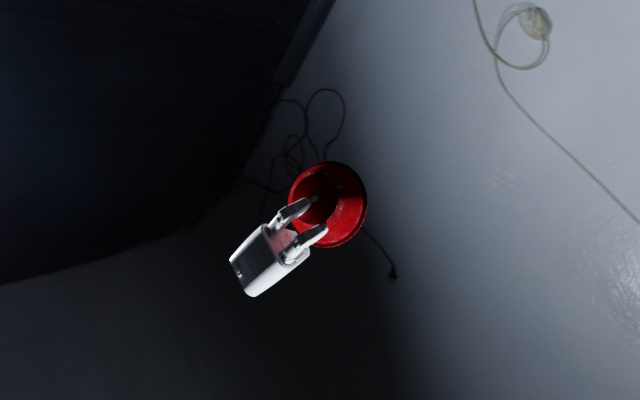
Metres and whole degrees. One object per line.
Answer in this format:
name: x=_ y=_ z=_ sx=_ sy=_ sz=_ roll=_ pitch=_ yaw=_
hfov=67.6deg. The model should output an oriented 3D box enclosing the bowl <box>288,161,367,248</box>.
bowl: x=0.001 y=0.002 z=0.858 sx=0.162 sy=0.162 sz=0.055 roll=0 pitch=-8 yaw=25
